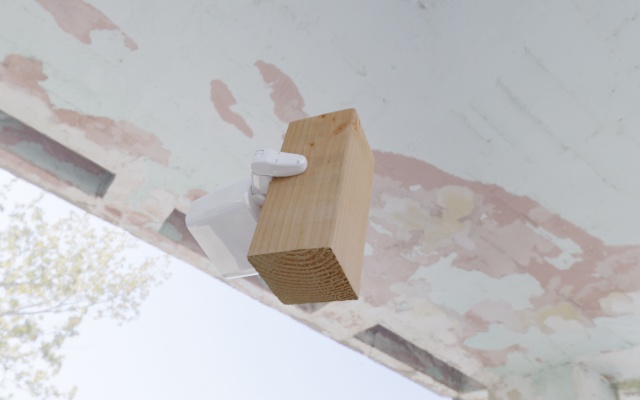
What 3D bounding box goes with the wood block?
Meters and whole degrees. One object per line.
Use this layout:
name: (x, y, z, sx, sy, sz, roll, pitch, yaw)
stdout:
wood block: (0.000, 0.001, 0.533, 0.090, 0.206, 0.091, -9, -45, 21)
